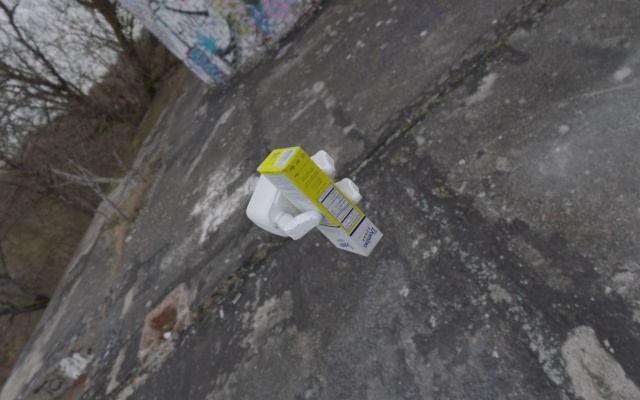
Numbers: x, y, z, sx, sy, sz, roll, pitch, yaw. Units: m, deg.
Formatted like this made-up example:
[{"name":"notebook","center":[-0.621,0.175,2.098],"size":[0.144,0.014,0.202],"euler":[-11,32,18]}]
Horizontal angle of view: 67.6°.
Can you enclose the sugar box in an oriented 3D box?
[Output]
[{"name":"sugar box","center":[0.000,0.002,0.663],"size":[0.176,0.048,0.093],"euler":[43,-15,-23]}]
